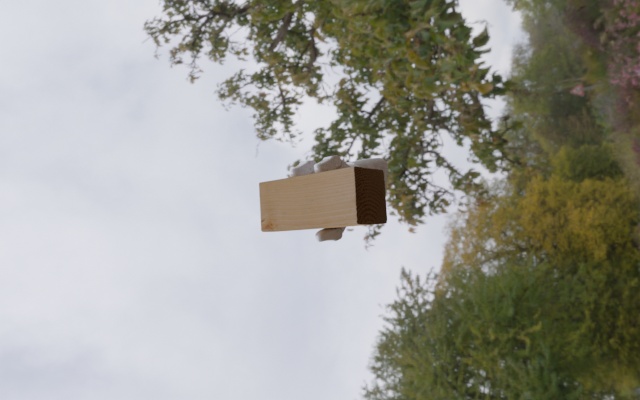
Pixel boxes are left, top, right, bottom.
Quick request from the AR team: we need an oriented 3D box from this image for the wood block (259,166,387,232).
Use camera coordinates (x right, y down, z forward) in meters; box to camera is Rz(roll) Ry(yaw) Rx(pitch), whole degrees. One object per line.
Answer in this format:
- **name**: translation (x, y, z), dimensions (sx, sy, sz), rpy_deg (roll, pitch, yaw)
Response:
- **wood block**: translation (0.000, 0.003, 0.814), dimensions (0.206, 0.091, 0.090), rpy_deg (-7, -6, 38)
